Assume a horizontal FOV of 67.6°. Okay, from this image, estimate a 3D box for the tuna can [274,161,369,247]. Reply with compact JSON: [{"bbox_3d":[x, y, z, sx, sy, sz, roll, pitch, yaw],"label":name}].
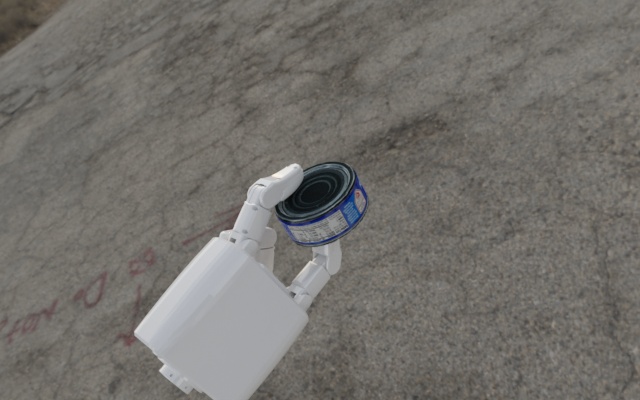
[{"bbox_3d":[0.000,0.001,0.451,0.086,0.034,0.086,-20,35,15],"label":"tuna can"}]
